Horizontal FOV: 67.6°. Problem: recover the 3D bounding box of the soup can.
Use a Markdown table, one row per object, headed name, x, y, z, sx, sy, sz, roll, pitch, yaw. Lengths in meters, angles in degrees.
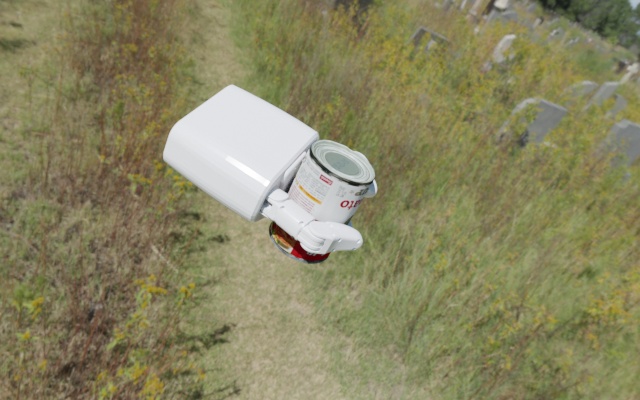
| name | x | y | z | sx | sy | sz | roll | pitch | yaw |
| --- | --- | --- | --- | --- | --- | --- | --- | --- | --- |
| soup can | 0.001 | 0.002 | 0.459 | 0.068 | 0.102 | 0.068 | 21 | 31 | -13 |
